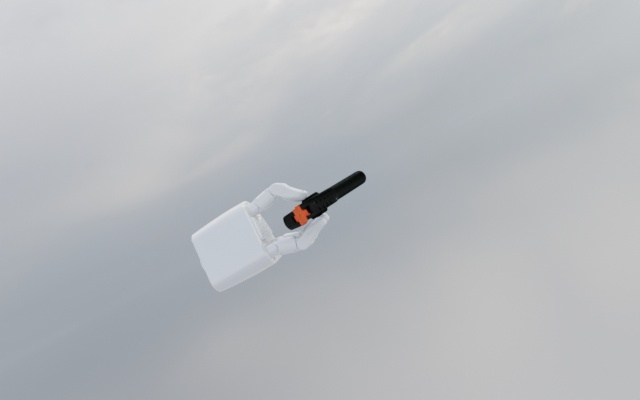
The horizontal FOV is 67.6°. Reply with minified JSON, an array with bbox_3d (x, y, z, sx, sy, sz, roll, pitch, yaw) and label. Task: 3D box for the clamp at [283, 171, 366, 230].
[{"bbox_3d":[-0.001,0.002,0.764,0.164,0.036,0.210,-33,0,7],"label":"clamp"}]
